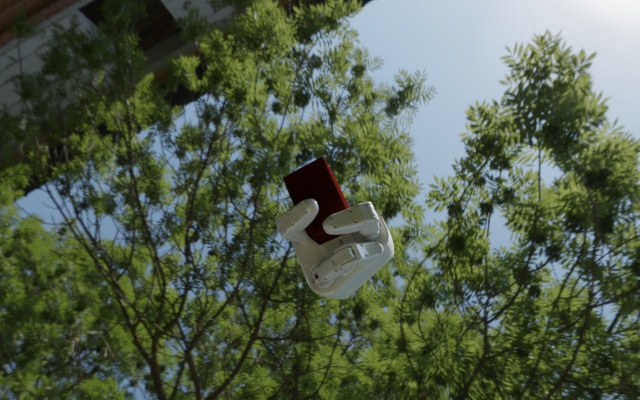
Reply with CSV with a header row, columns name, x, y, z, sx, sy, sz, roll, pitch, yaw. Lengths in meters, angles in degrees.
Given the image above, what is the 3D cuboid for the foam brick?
name,x,y,z,sx,sy,sz,roll,pitch,yaw
foam brick,0.000,0.001,0.542,0.053,0.078,0.051,-26,-20,7
